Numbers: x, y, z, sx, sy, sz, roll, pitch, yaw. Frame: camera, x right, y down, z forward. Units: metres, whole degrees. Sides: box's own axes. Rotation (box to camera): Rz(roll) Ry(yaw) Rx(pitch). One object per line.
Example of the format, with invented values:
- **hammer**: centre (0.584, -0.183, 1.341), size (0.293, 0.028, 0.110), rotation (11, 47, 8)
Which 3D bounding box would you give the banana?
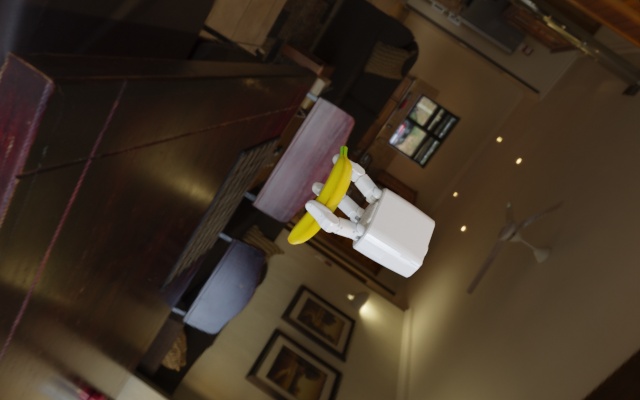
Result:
- **banana**: centre (0.003, 0.006, 0.795), size (0.037, 0.198, 0.069), rotation (28, 17, -13)
